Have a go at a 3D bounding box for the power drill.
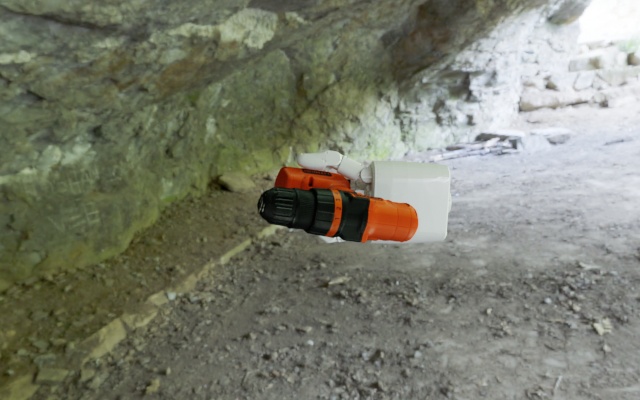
[{"bbox_3d":[0.000,0.002,0.582,0.184,0.057,0.187,10,10,-21],"label":"power drill"}]
